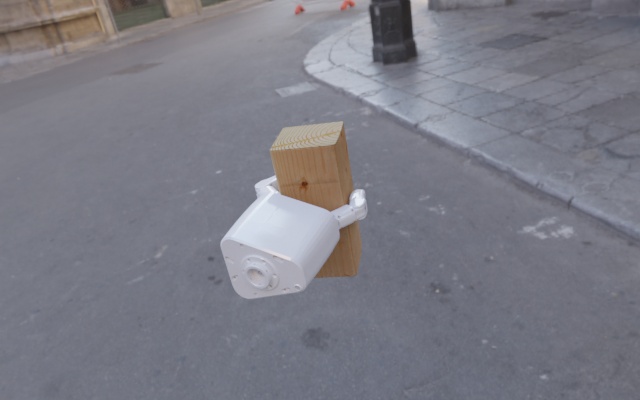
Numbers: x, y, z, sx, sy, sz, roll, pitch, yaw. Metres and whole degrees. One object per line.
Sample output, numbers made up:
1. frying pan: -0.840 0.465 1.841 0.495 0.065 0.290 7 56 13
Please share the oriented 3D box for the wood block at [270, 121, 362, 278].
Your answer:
1. wood block: 0.000 0.002 0.690 0.091 0.206 0.090 -4 28 13
